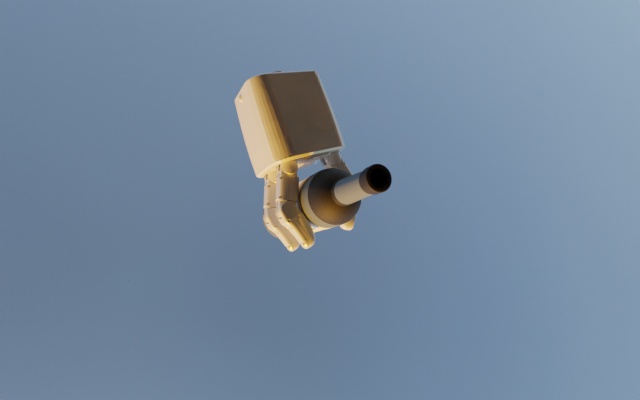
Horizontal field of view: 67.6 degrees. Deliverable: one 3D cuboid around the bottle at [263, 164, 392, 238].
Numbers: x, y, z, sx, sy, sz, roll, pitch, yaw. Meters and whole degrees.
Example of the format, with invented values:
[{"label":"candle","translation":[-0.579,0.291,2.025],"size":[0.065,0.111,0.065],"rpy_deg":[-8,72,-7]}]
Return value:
[{"label":"bottle","translation":[0.000,0.002,0.575],"size":[0.069,0.069,0.296],"rpy_deg":[0,-9,-22]}]
